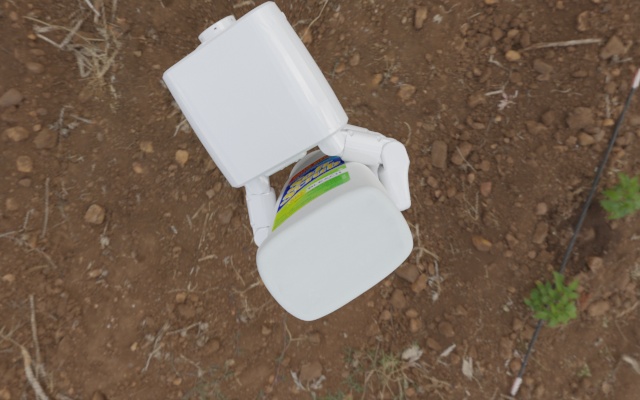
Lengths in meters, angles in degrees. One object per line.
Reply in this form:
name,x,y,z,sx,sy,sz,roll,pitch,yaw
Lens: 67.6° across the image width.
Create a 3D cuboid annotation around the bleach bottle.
bleach bottle,0.000,0.001,0.420,0.102,0.068,0.250,-33,16,4
